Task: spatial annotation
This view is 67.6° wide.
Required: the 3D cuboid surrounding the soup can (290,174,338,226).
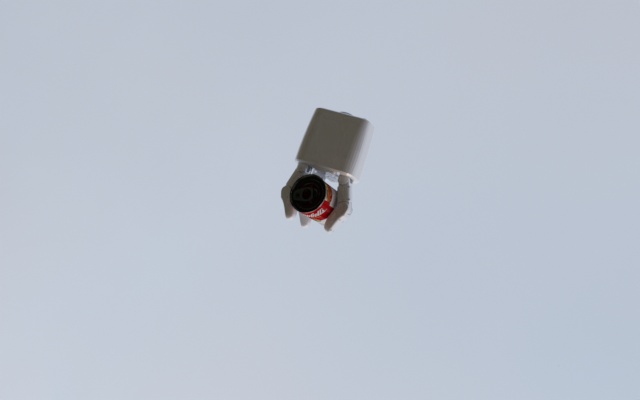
[{"bbox_3d":[0.000,0.003,0.826,0.068,0.068,0.102,0,-17,27],"label":"soup can"}]
